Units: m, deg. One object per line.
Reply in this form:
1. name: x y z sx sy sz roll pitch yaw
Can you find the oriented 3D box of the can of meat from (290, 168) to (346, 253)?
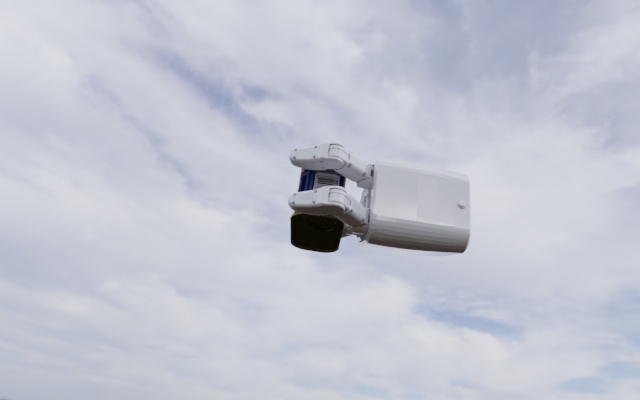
1. can of meat: 0.000 0.002 0.547 0.057 0.084 0.102 8 -27 1
